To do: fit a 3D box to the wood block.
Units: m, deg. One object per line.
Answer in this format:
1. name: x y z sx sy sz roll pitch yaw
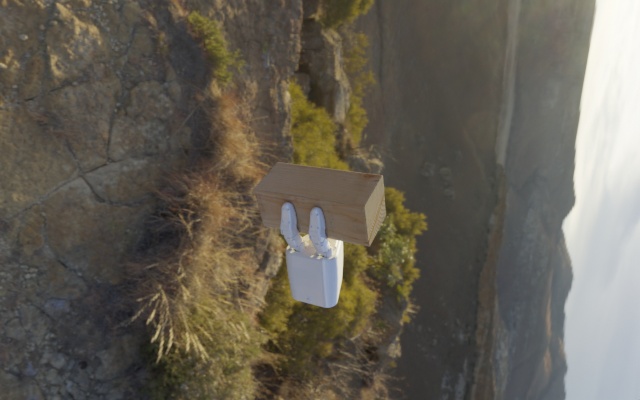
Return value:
1. wood block: 0.000 0.003 0.837 0.206 0.090 0.090 9 40 25
